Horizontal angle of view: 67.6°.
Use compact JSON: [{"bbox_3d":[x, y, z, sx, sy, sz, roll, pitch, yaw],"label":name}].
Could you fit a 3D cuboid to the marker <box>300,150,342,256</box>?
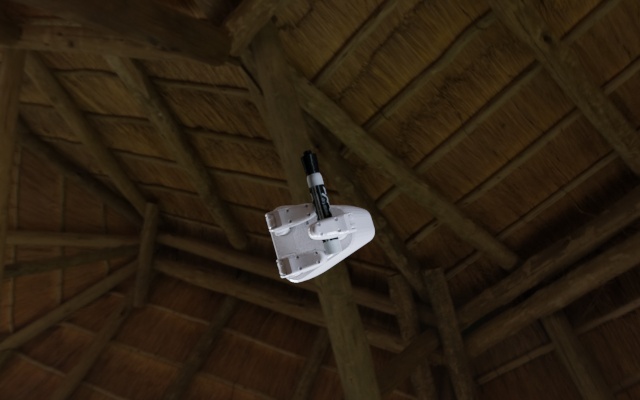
[{"bbox_3d":[0.000,0.002,0.538,0.020,0.121,0.020,-15,-6,-2],"label":"marker"}]
